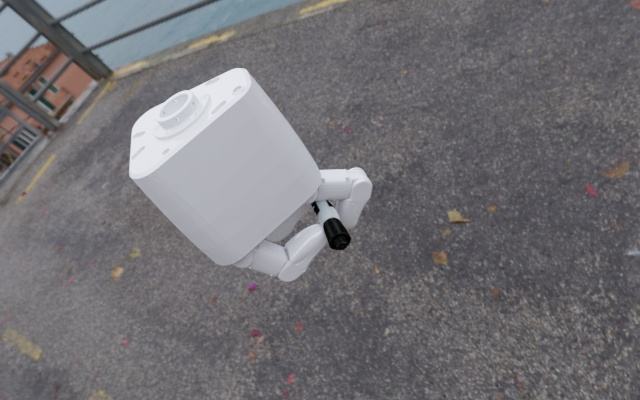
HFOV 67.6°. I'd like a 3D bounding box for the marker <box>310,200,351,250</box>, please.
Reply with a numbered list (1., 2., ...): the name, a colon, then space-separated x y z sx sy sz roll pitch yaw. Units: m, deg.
1. marker: 0.000 0.001 0.423 0.020 0.020 0.121 0 35 -20
